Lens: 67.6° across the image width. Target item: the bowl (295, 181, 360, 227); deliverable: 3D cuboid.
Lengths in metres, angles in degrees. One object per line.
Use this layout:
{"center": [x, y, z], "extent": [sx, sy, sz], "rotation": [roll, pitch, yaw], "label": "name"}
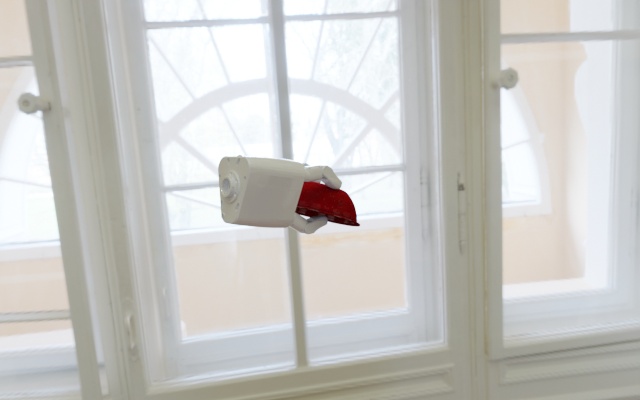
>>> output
{"center": [0.001, 0.003, 0.875], "extent": [0.162, 0.055, 0.162], "rotation": [14, -7, 2], "label": "bowl"}
